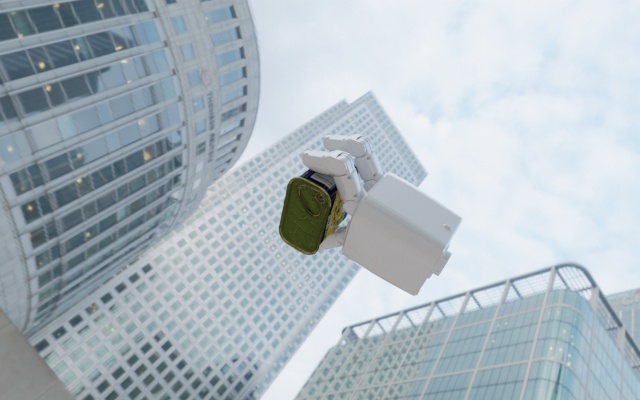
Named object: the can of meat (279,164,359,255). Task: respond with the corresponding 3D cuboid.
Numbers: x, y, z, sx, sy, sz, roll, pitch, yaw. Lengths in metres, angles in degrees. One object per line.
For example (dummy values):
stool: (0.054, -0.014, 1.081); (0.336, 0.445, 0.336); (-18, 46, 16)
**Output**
can of meat: (0.000, 0.002, 0.583); (0.057, 0.102, 0.084); (28, 39, 17)
